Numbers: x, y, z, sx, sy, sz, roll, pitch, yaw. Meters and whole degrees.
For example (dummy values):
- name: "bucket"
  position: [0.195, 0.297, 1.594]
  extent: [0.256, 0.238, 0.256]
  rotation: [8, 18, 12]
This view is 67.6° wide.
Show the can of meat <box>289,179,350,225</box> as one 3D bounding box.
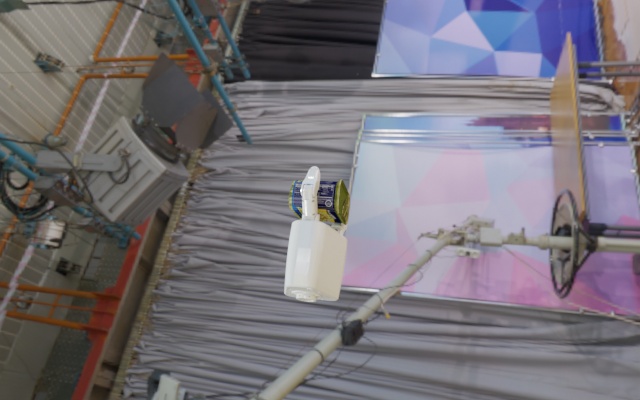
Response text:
- name: "can of meat"
  position: [0.000, 0.003, 0.807]
  extent: [0.084, 0.057, 0.102]
  rotation: [2, -18, 13]
